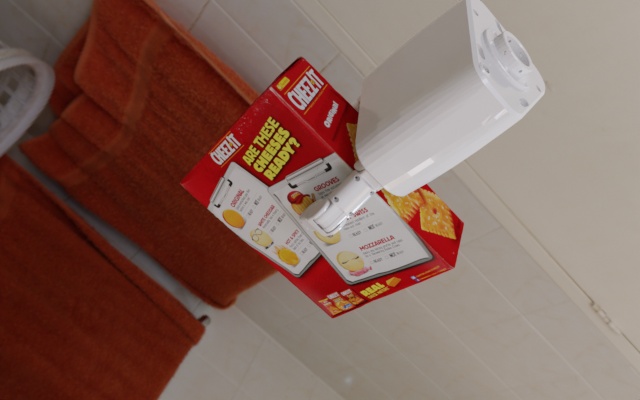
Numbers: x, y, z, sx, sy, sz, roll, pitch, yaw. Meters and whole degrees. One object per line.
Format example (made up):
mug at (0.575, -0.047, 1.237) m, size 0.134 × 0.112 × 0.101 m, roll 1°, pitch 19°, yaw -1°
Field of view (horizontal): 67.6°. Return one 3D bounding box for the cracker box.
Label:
cracker box at (0.000, 0.002, 0.450) m, size 0.164 × 0.214 × 0.072 m, roll -34°, pitch 17°, yaw 42°
